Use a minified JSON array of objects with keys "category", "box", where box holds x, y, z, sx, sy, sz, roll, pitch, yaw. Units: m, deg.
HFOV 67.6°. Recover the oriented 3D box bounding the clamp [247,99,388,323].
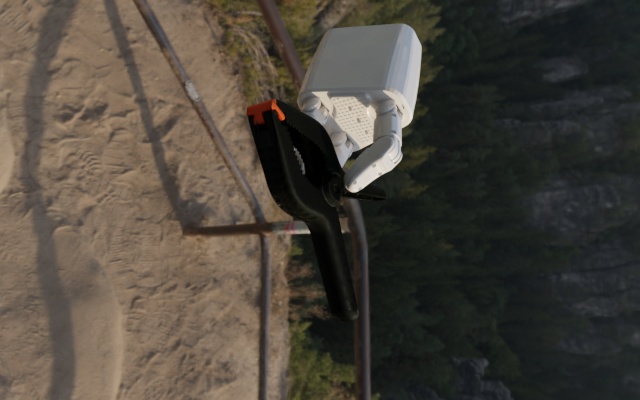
[{"category":"clamp","box":[0.001,0.001,0.431,0.036,0.164,0.210,-9,-39,31]}]
